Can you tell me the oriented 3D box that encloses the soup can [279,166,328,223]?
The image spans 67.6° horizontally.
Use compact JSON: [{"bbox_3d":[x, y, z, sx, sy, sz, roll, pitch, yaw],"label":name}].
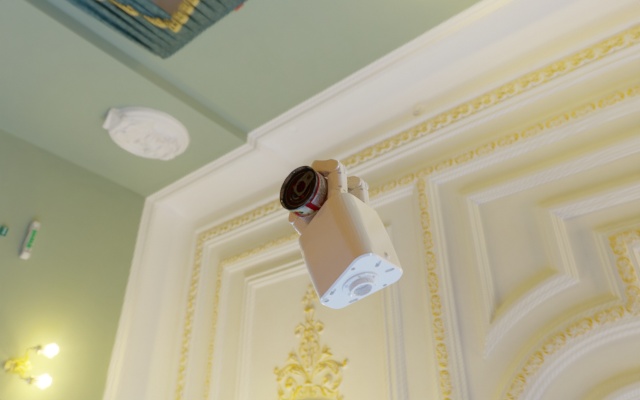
[{"bbox_3d":[0.000,0.002,0.689,0.068,0.068,0.102,0,-23,43],"label":"soup can"}]
